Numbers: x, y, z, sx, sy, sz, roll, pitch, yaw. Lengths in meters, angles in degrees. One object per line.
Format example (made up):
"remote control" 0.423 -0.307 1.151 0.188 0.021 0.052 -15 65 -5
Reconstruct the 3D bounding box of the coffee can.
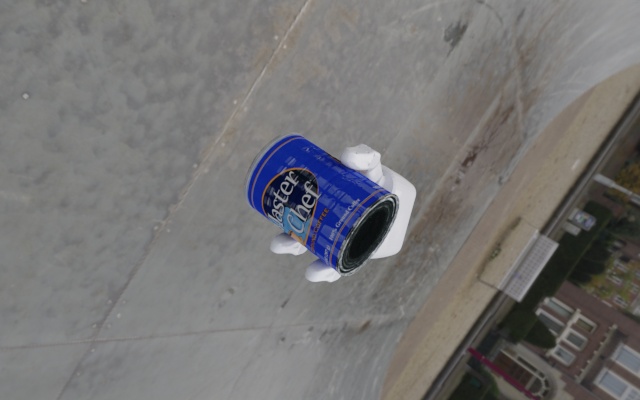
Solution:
"coffee can" 0.000 0.002 0.526 0.140 0.103 0.103 35 17 26
